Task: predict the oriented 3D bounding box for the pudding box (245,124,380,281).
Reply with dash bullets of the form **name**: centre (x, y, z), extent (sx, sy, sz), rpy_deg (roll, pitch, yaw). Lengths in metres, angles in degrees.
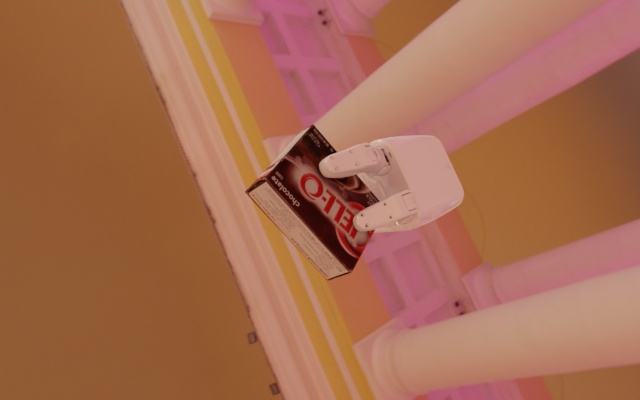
- **pudding box**: centre (0.000, 0.001, 0.432), extent (0.039, 0.113, 0.090), rpy_deg (-32, 16, 44)
